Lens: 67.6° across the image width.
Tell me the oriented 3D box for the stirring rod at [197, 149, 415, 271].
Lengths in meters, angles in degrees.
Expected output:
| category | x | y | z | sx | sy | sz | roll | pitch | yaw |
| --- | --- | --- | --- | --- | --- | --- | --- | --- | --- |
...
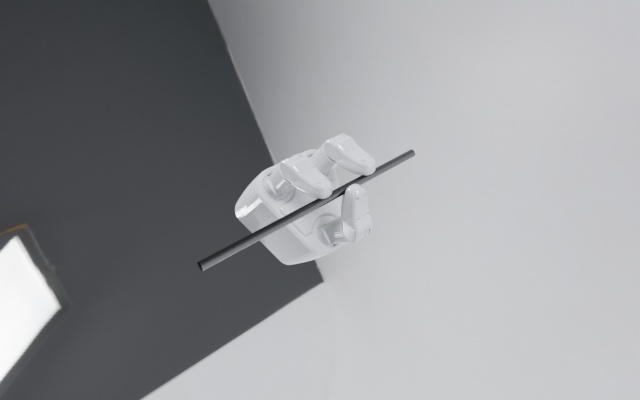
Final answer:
| category | x | y | z | sx | sy | sz | roll | pitch | yaw |
| --- | --- | --- | --- | --- | --- | --- | --- | --- | --- |
| stirring rod | 0.000 | 0.001 | 0.426 | 0.239 | 0.011 | 0.011 | -28 | 14 | -29 |
